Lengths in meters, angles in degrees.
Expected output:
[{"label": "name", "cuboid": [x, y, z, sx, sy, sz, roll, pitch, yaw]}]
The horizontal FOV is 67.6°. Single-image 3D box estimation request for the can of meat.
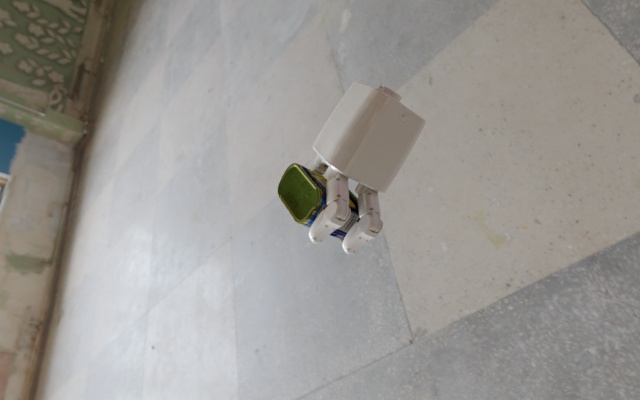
[{"label": "can of meat", "cuboid": [0.000, 0.002, 0.622, 0.084, 0.057, 0.102, 23, 17, -38]}]
